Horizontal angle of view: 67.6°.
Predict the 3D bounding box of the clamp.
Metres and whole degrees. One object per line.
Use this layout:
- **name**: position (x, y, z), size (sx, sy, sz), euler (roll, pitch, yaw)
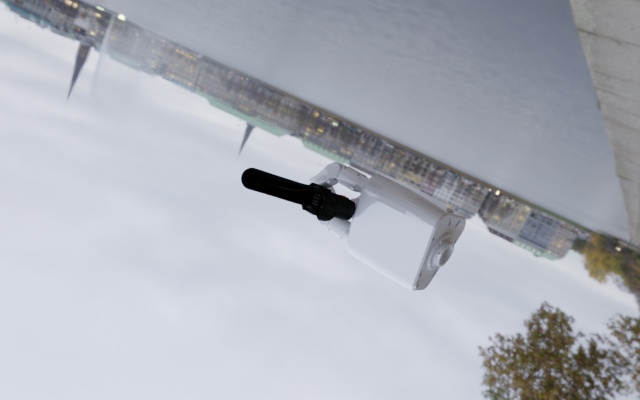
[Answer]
- **clamp**: position (0.000, 0.002, 0.567), size (0.120, 0.039, 0.171), euler (31, 12, 34)
